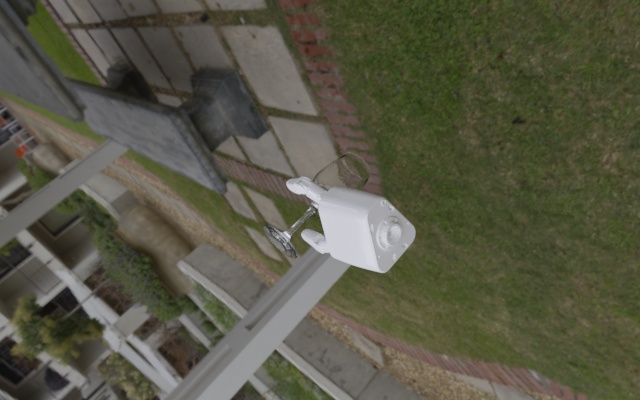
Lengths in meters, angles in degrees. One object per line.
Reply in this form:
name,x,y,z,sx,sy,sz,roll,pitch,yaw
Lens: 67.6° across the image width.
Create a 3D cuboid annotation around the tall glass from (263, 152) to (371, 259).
tall glass,0.000,0.003,0.807,0.201,0.079,0.079,-45,21,-23
